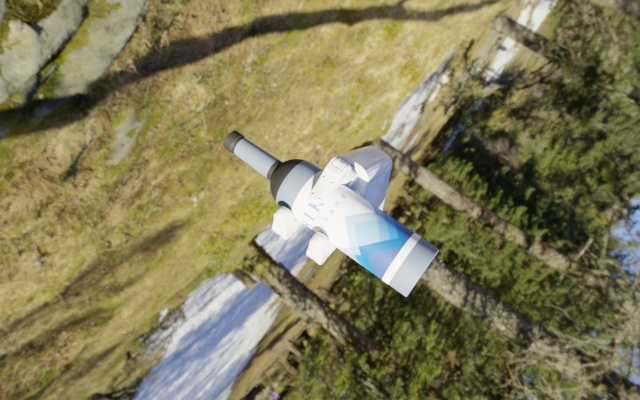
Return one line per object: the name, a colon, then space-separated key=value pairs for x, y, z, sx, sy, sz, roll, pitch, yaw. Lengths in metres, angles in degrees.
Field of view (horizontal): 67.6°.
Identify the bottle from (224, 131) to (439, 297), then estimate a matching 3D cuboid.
bottle: x=0.000 y=0.002 z=0.582 sx=0.295 sy=0.069 sz=0.069 roll=35 pitch=10 yaw=15
